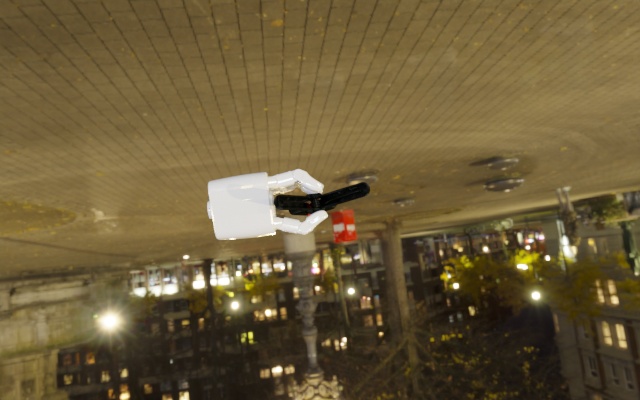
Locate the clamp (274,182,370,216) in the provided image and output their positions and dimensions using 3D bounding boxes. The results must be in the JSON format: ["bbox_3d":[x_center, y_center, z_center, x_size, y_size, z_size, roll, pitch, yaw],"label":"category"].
[{"bbox_3d":[0.000,0.004,0.883,0.164,0.036,0.210,-9,-7,-3],"label":"clamp"}]
